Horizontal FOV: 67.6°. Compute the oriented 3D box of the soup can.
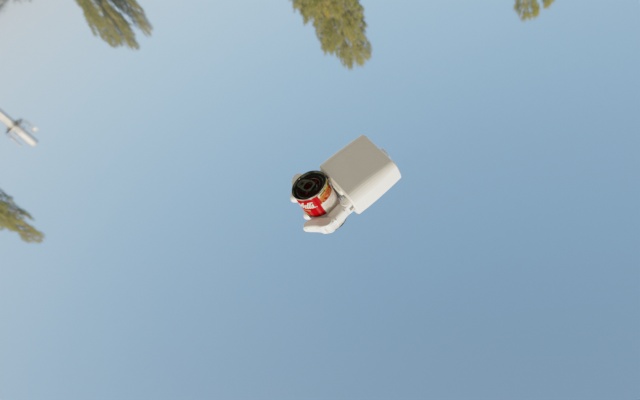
[{"bbox_3d":[0.000,0.003,0.872,0.068,0.068,0.102,0,-37,31],"label":"soup can"}]
